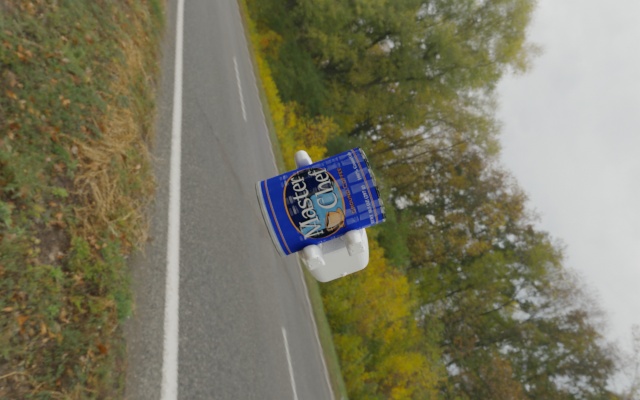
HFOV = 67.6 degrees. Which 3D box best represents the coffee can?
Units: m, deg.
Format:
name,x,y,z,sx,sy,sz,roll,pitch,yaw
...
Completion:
name,x,y,z,sx,sy,sz,roll,pitch,yaw
coffee can,0.000,0.002,0.611,0.140,0.103,0.103,-19,0,0
